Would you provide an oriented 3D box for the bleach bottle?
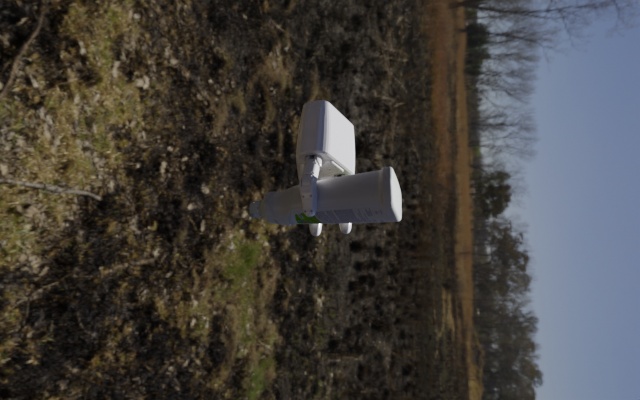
[{"bbox_3d":[0.000,0.003,0.777,0.251,0.068,0.103,-5,-27,17],"label":"bleach bottle"}]
